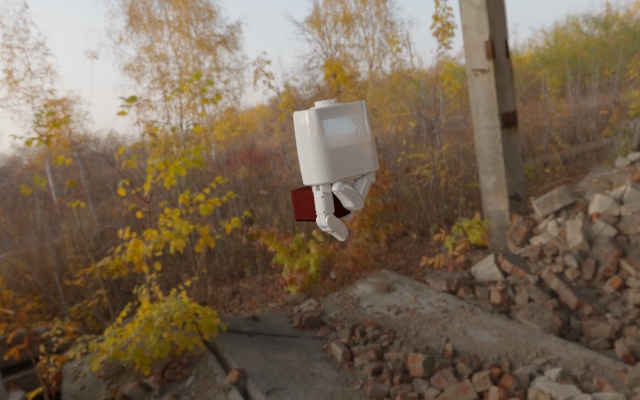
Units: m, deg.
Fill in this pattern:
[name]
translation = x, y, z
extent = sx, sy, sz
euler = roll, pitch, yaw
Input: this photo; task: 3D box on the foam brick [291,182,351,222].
[foam brick]
translation = 0.000, 0.003, 0.751
extent = 0.078, 0.051, 0.053
euler = -2, 13, 43
